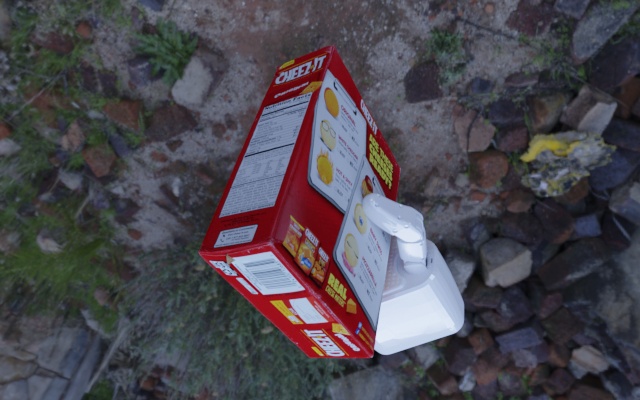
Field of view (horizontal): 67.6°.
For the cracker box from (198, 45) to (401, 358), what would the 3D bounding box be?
[{"bbox_3d":[0.000,0.001,0.412,0.072,0.213,0.164,-10,-44,28],"label":"cracker box"}]
